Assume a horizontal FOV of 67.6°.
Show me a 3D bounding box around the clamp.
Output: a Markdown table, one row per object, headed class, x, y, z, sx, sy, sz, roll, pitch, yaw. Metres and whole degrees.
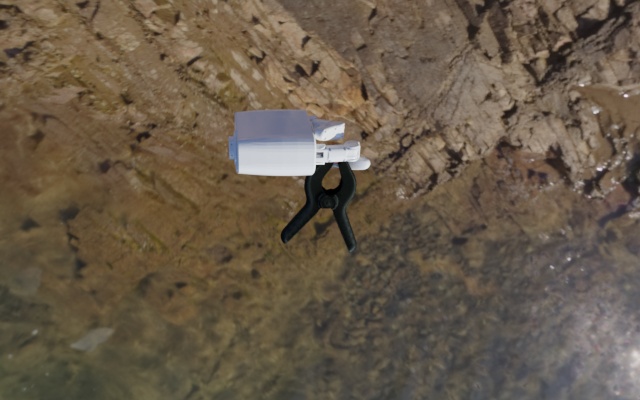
| class | x | y | z | sx | sy | sz | roll | pitch | yaw |
| --- | --- | --- | --- | --- | --- | --- | --- | --- | --- |
| clamp | 0.000 | 0.002 | 0.731 | 0.120 | 0.171 | 0.039 | -2 | 20 | -11 |
